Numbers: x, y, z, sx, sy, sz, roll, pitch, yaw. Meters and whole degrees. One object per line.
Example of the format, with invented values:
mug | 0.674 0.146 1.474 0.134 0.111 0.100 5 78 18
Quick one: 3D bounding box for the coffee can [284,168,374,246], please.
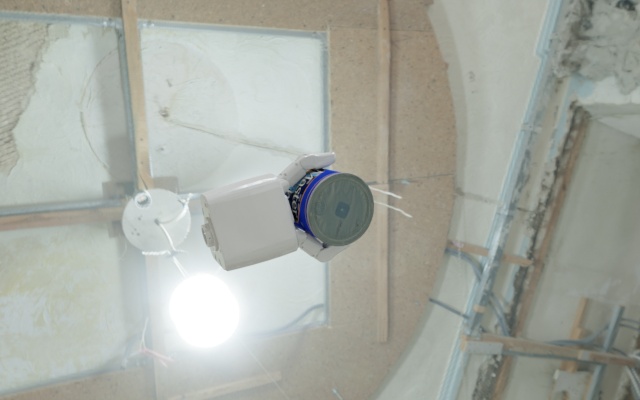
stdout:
coffee can | 0.000 0.002 0.714 0.103 0.103 0.140 0 9 -26
